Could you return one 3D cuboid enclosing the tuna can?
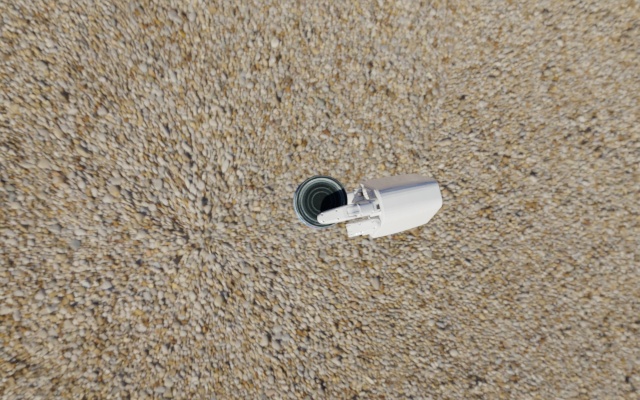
[{"bbox_3d":[0.000,0.002,0.759,0.086,0.086,0.034,0,-3,-8],"label":"tuna can"}]
